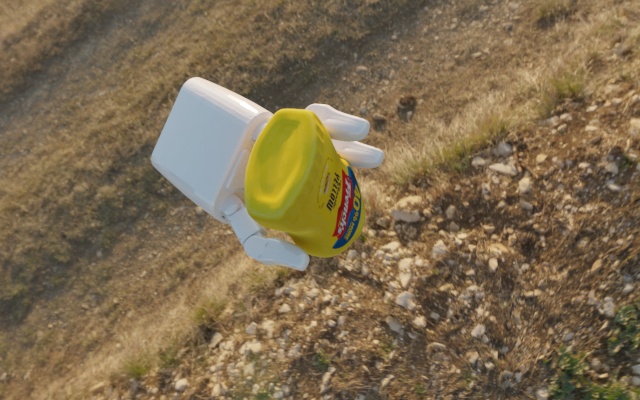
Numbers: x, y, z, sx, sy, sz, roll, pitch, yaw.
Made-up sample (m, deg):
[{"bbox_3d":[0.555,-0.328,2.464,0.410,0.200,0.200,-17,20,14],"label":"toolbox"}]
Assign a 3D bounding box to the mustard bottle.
[{"bbox_3d":[0.000,0.001,0.447,0.058,0.096,0.192,6,-18,23],"label":"mustard bottle"}]
